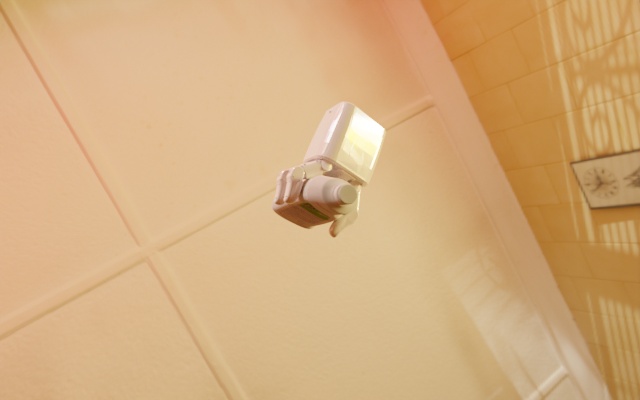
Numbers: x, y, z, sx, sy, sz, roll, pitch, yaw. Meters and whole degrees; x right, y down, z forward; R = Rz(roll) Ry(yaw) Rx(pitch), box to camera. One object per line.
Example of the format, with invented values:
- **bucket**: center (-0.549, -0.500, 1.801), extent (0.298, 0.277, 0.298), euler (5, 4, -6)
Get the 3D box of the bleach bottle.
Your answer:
- **bleach bottle**: center (0.000, 0.003, 0.798), extent (0.102, 0.068, 0.251), euler (26, -13, -19)
